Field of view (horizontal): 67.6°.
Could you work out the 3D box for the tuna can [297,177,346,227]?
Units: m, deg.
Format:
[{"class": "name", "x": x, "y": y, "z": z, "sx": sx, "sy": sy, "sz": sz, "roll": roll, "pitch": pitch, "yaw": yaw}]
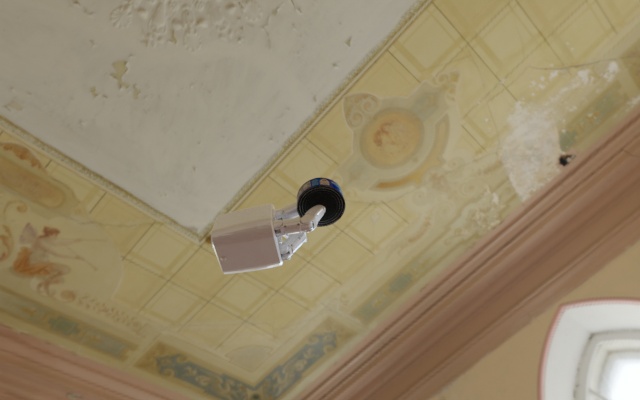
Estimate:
[{"class": "tuna can", "x": 0.000, "y": 0.002, "z": 0.850, "sx": 0.086, "sy": 0.086, "sz": 0.033, "roll": 0, "pitch": 32, "yaw": -5}]
